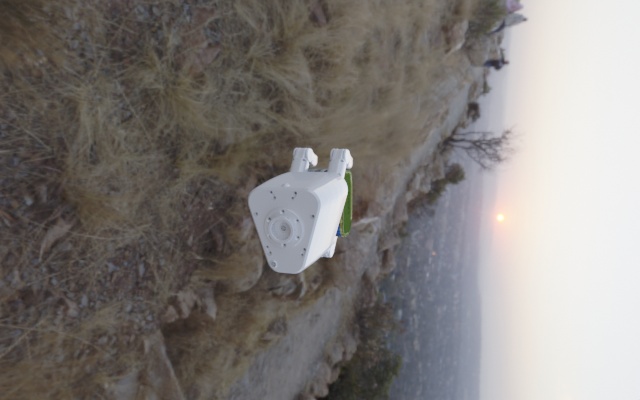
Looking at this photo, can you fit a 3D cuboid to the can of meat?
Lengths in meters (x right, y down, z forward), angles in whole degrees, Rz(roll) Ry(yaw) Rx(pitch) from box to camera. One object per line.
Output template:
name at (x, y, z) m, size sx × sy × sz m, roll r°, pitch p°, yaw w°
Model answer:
can of meat at (0.000, 0.002, 0.699) m, size 0.084 × 0.102 × 0.057 m, roll 2°, pitch 9°, yaw 18°
